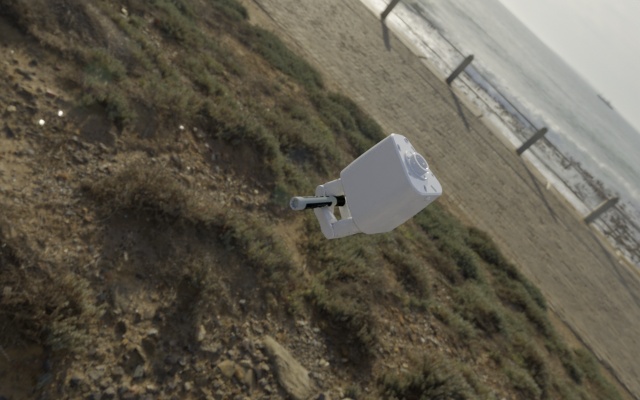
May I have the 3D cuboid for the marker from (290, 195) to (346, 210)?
[{"bbox_3d":[0.000,0.002,0.720,0.020,0.020,0.121,0,2,38],"label":"marker"}]
